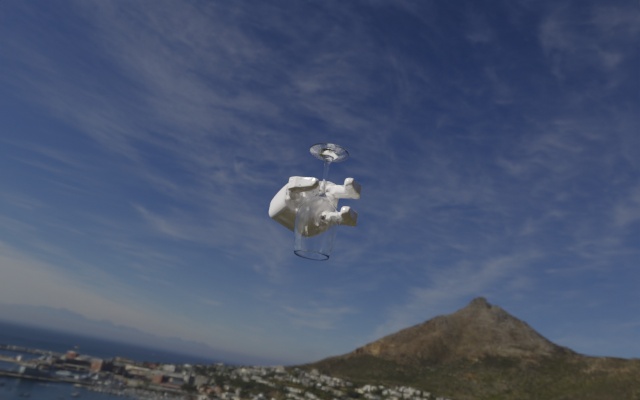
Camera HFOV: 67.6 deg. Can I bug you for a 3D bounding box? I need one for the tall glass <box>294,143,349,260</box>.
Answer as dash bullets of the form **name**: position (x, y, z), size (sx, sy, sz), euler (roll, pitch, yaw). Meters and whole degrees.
- **tall glass**: position (0.000, 0.002, 0.856), size (0.079, 0.201, 0.079), euler (9, -20, 3)
